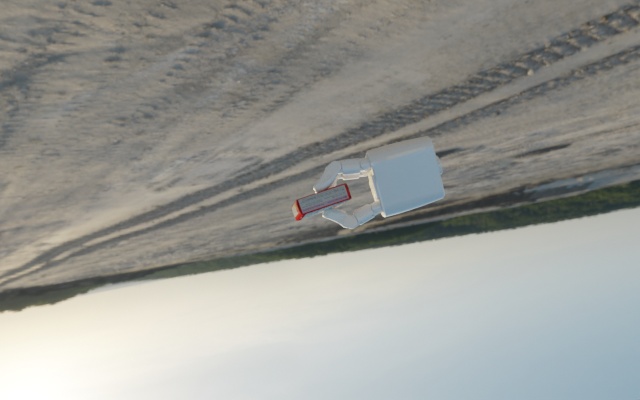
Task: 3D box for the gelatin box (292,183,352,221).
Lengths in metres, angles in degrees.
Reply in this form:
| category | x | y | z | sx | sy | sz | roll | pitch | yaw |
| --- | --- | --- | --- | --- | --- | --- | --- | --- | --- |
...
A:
| category | x | y | z | sx | sy | sz | roll | pitch | yaw |
| --- | --- | --- | --- | --- | --- | --- | --- | --- | --- |
| gelatin box | 0.000 | 0.003 | 0.792 | 0.089 | 0.030 | 0.073 | -19 | -6 | -12 |
